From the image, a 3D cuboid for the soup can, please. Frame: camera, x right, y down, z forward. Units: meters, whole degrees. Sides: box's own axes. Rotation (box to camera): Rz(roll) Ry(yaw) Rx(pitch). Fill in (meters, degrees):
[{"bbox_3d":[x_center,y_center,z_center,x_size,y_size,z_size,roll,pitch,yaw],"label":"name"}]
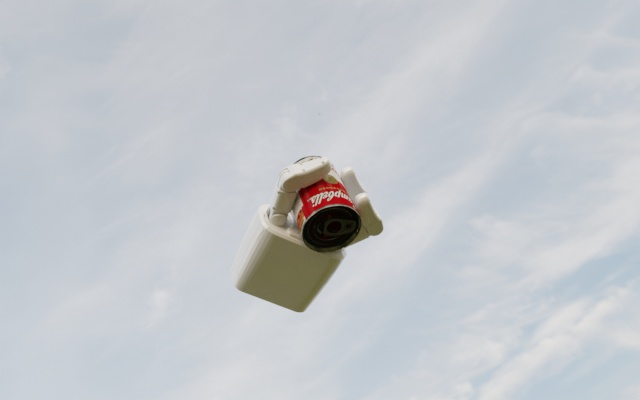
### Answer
[{"bbox_3d":[0.000,0.001,0.558,0.068,0.068,0.102,0,37,-18],"label":"soup can"}]
